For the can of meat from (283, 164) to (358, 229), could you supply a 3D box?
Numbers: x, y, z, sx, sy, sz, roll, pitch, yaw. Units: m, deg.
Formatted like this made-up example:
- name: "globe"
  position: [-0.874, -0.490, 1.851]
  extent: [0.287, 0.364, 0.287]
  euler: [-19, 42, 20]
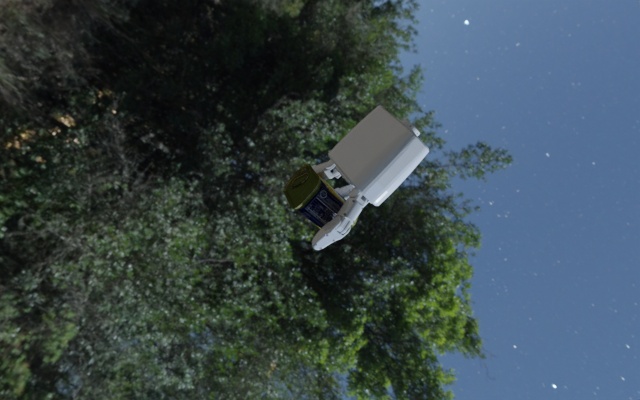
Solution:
- name: "can of meat"
  position: [0.000, 0.003, 0.695]
  extent: [0.084, 0.057, 0.102]
  euler: [40, 7, -24]
